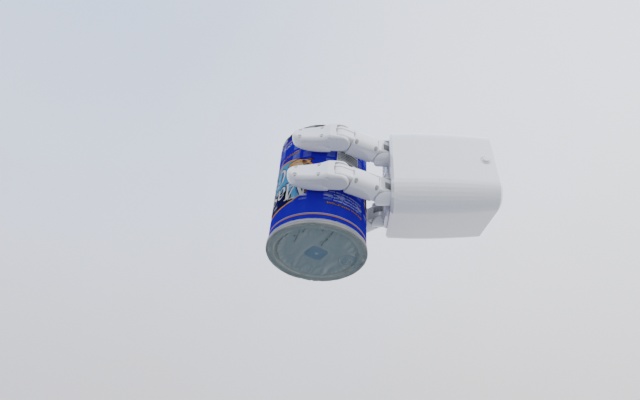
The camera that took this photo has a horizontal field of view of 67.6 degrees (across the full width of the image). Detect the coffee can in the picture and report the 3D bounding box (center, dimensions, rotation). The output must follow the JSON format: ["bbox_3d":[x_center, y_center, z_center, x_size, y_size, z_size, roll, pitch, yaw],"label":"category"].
[{"bbox_3d":[0.000,0.002,0.523,0.103,0.140,0.103,3,-40,2],"label":"coffee can"}]
